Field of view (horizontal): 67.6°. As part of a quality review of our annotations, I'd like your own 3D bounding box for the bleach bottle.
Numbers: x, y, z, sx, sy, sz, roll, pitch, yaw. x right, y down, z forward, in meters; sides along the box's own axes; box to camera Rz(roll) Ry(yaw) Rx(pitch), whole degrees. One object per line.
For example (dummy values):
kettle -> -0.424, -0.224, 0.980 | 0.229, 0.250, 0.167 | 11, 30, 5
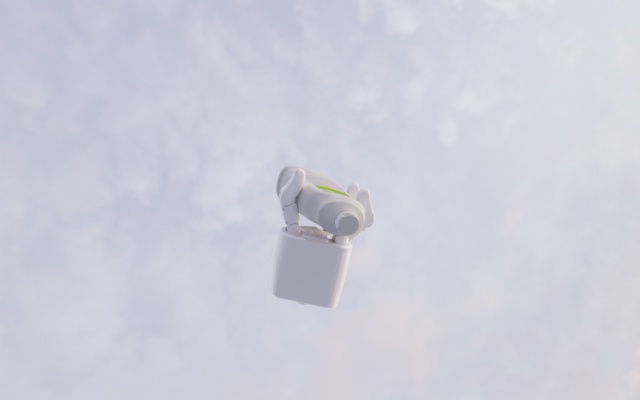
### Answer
bleach bottle -> 0.000, 0.002, 0.747 | 0.102, 0.068, 0.250 | 10, 11, -16
